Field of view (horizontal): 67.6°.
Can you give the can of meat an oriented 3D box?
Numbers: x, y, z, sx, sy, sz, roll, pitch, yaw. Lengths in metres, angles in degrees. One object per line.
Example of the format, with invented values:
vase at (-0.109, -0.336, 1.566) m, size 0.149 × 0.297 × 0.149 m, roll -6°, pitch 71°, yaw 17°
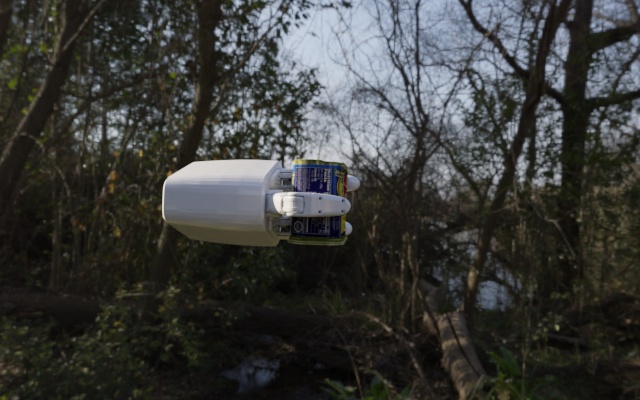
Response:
can of meat at (0.000, 0.001, 0.511) m, size 0.057 × 0.084 × 0.102 m, roll 2°, pitch 0°, yaw 7°
